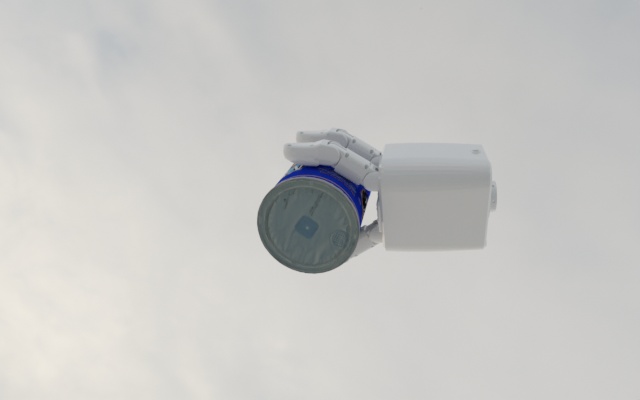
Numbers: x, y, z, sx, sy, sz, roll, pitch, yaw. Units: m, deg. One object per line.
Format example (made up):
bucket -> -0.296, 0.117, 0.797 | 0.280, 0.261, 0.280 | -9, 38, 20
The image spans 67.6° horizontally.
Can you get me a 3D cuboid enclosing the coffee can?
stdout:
coffee can -> 0.000, 0.002, 0.527 | 0.103, 0.103, 0.140 | 0, 22, 12
